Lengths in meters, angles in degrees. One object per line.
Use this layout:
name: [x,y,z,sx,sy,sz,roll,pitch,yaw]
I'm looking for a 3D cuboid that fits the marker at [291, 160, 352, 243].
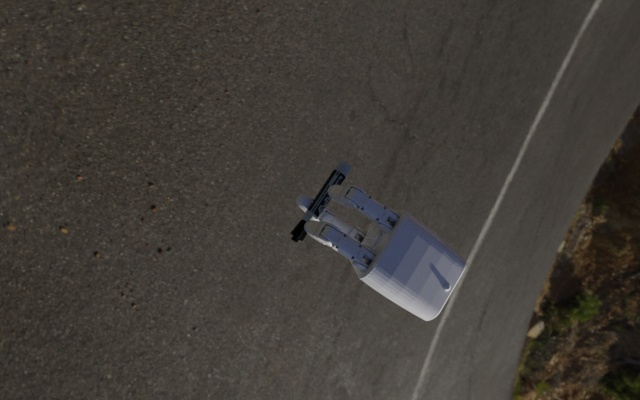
marker: [0.000,0.002,0.613,0.020,0.121,0.020,33,-10,7]
